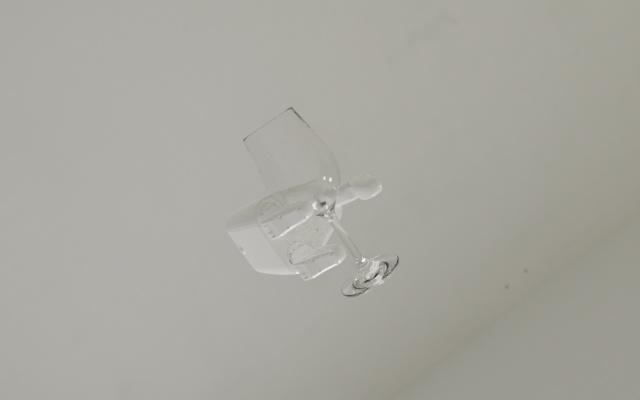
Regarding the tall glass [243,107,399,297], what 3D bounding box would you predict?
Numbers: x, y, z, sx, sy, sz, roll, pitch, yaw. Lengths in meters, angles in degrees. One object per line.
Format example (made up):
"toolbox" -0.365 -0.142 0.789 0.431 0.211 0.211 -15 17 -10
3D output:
"tall glass" 0.001 0.002 0.510 0.079 0.201 0.079 -32 11 7
